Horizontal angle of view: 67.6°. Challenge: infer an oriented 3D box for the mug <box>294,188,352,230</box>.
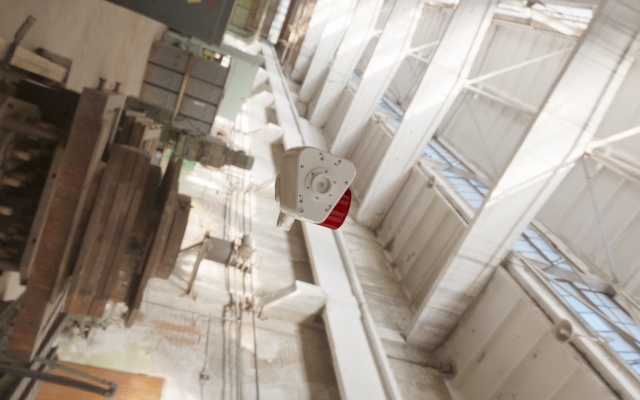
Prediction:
[{"bbox_3d":[0.000,0.003,0.860,0.081,0.093,0.117,18,-1,-15],"label":"mug"}]
